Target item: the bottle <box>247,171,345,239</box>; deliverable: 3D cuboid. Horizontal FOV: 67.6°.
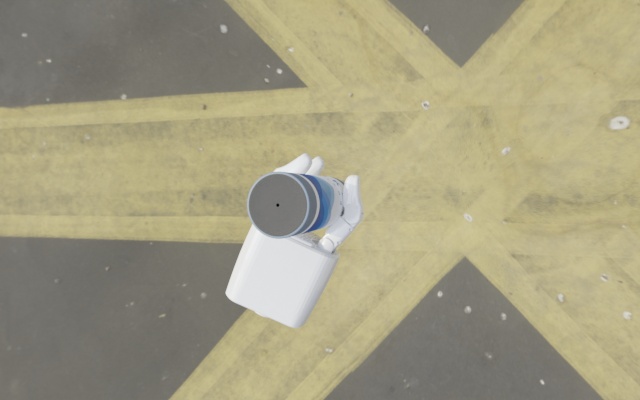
[{"bbox_3d":[0.000,0.002,0.609,0.069,0.069,0.295,0,1,17],"label":"bottle"}]
